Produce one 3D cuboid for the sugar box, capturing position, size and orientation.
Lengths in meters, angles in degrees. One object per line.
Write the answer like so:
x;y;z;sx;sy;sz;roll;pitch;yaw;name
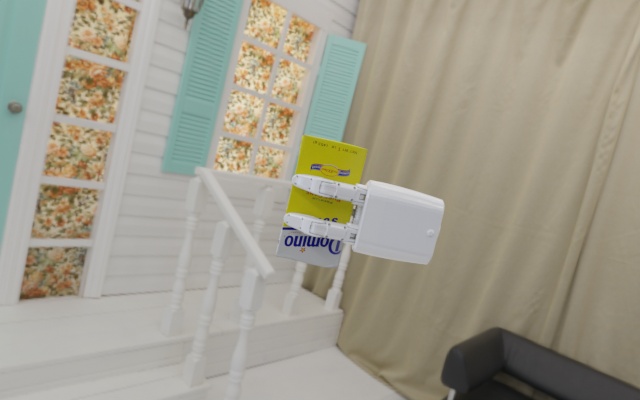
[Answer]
0.000;0.002;0.677;0.093;0.176;0.048;12;5;-4;sugar box
